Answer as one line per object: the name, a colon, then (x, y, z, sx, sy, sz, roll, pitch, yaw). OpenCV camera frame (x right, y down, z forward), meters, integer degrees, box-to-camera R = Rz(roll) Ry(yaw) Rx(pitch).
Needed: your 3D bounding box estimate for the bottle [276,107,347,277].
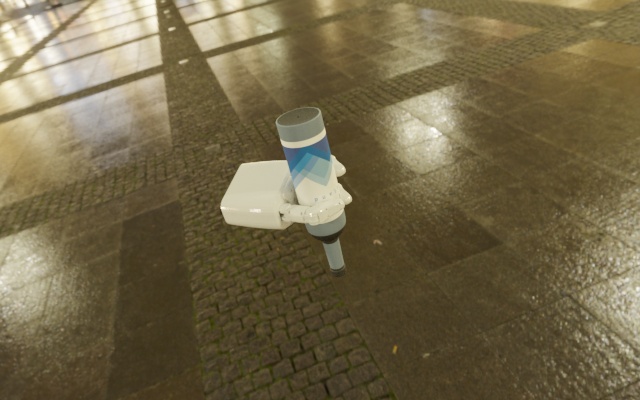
bottle: (0.000, 0.002, 0.757, 0.069, 0.296, 0.069, -11, 31, 7)
